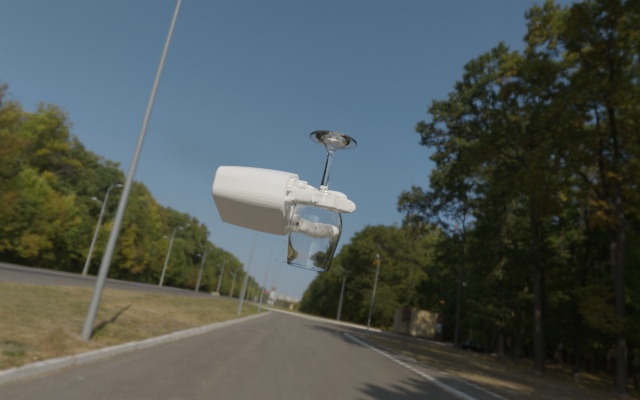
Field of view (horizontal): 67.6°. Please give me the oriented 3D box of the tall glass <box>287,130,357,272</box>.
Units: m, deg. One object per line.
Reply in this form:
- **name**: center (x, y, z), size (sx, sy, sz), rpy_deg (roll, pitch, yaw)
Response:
- **tall glass**: center (0.000, 0.002, 0.713), size (0.079, 0.201, 0.079), rpy_deg (11, -12, 2)
